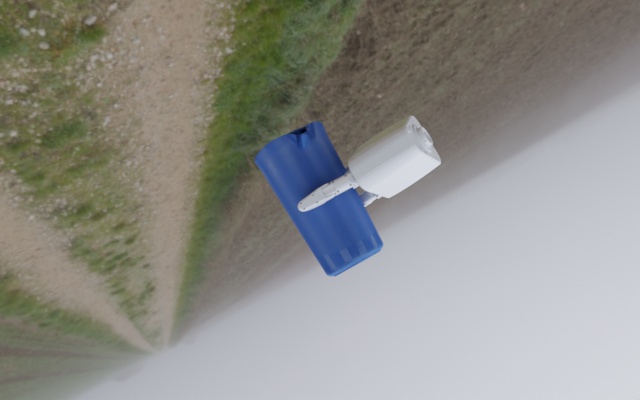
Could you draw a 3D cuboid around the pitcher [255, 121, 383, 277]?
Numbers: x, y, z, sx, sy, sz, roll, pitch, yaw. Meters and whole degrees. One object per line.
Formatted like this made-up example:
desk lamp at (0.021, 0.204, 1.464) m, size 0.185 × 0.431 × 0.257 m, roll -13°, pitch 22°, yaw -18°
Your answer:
pitcher at (0.000, 0.003, 0.814) m, size 0.145 × 0.243 × 0.149 m, roll -33°, pitch -9°, yaw 25°
